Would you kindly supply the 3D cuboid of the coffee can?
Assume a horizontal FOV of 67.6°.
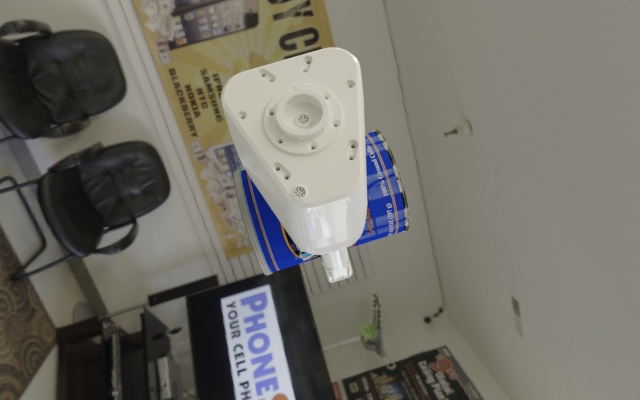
[{"bbox_3d":[0.000,0.002,0.456,0.140,0.103,0.103,-17,1,-3],"label":"coffee can"}]
